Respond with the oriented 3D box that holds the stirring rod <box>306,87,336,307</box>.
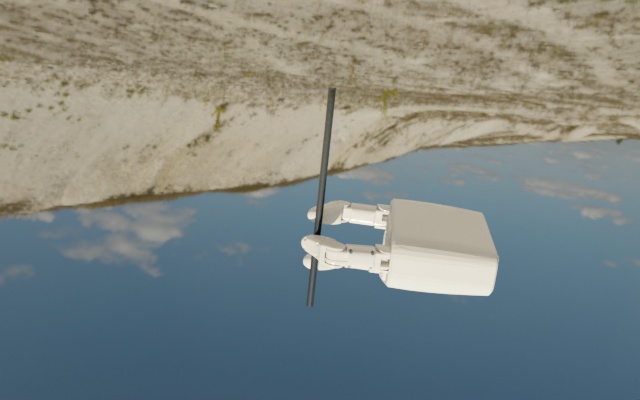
[{"bbox_3d":[0.000,0.002,0.513,0.011,0.239,0.011,6,12,-1],"label":"stirring rod"}]
